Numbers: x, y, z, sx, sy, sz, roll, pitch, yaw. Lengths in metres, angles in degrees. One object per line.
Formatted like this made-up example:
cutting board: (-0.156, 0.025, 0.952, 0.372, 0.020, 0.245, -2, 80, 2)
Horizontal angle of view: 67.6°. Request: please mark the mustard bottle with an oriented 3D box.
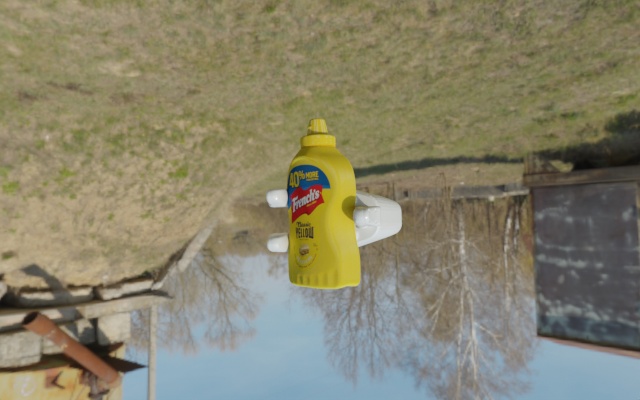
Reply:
mustard bottle: (0.000, 0.002, 0.550, 0.058, 0.191, 0.096, 0, -4, -38)
